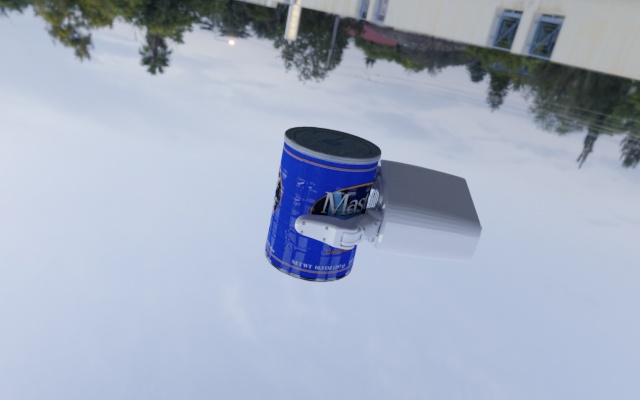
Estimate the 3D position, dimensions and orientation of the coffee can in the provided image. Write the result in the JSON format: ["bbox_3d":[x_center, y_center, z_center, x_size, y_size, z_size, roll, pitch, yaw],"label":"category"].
[{"bbox_3d":[0.000,0.002,0.519,0.103,0.140,0.102,10,22,-4],"label":"coffee can"}]
